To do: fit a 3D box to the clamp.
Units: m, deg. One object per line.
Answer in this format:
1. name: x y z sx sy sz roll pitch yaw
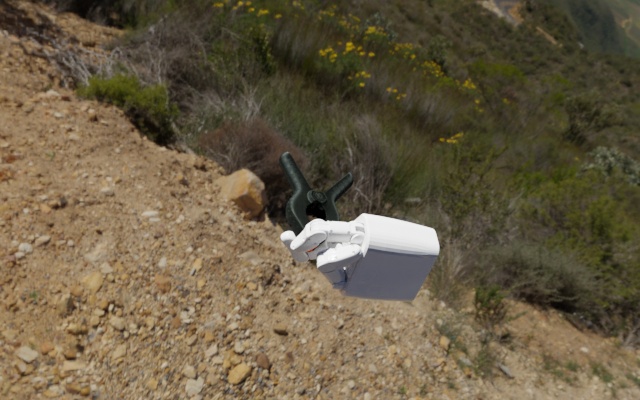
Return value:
1. clamp: 0.000 0.002 0.693 0.120 0.171 0.039 7 -41 -15
